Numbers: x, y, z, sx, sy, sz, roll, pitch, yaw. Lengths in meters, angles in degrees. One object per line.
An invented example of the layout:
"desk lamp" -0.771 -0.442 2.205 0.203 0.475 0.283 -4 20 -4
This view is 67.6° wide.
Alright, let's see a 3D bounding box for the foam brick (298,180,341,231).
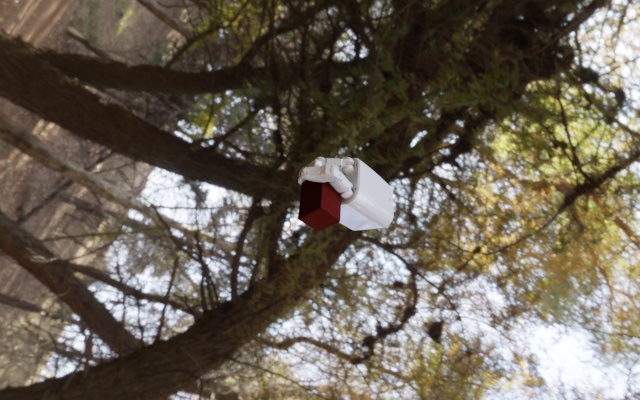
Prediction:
"foam brick" 0.000 0.003 0.806 0.053 0.078 0.051 -24 -45 34
